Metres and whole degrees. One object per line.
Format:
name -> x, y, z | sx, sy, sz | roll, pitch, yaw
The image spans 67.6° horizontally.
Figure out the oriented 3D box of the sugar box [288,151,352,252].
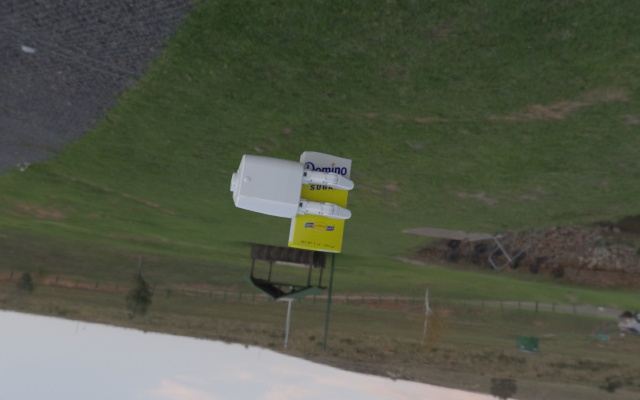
sugar box -> 0.000, 0.003, 0.877 | 0.093, 0.176, 0.048 | 10, -9, -15
